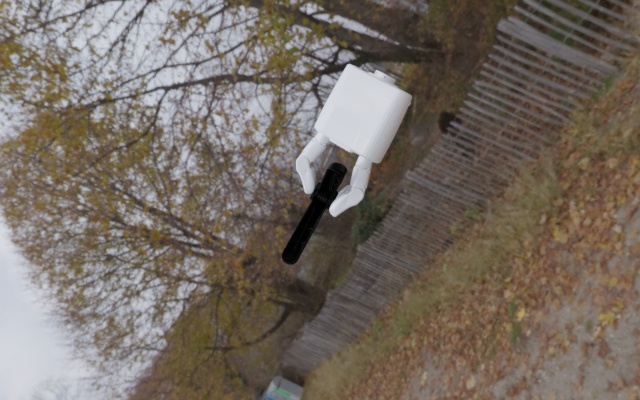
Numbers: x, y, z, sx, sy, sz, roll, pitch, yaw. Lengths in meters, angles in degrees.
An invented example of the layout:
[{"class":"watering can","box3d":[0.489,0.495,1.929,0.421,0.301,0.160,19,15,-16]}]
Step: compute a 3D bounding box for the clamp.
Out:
[{"class":"clamp","box3d":[0.000,0.002,0.732,0.036,0.164,0.210,30,15,0]}]
